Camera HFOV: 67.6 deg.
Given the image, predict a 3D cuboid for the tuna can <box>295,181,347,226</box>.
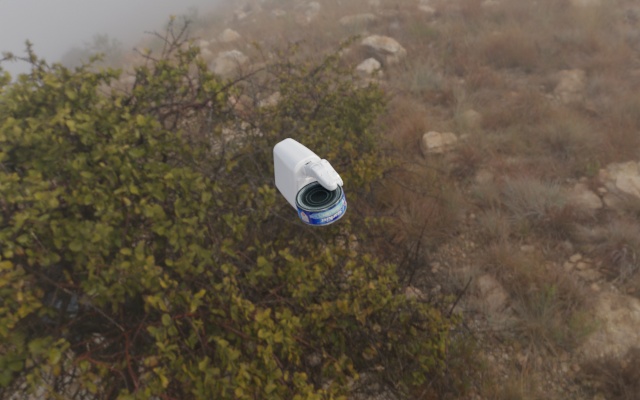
[{"bbox_3d":[0.000,0.002,0.818,0.086,0.034,0.086,-9,39,7],"label":"tuna can"}]
